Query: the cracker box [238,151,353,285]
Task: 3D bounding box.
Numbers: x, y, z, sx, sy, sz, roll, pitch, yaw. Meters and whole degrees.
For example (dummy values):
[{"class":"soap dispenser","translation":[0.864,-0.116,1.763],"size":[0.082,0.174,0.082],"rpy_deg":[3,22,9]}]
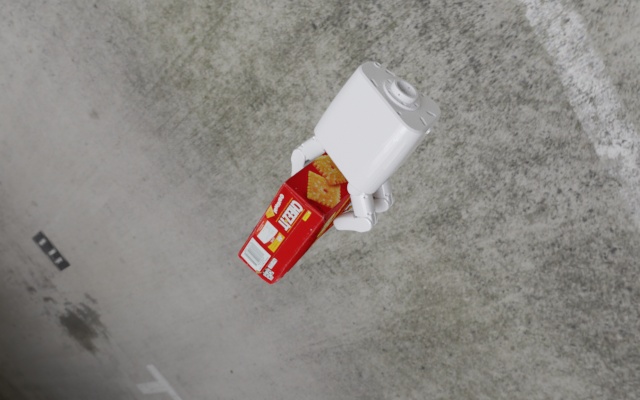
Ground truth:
[{"class":"cracker box","translation":[0.000,0.002,0.664],"size":[0.213,0.072,0.164],"rpy_deg":[-40,-10,-48]}]
